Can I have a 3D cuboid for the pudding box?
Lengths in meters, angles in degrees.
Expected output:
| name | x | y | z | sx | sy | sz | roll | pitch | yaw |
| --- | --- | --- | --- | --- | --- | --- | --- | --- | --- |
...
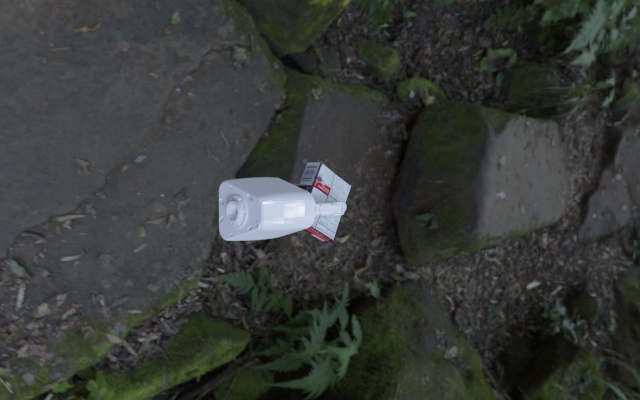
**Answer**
| name | x | y | z | sx | sy | sz | roll | pitch | yaw |
| --- | --- | --- | --- | --- | --- | --- | --- | --- | --- |
| pudding box | 0.000 | 0.003 | 0.816 | 0.039 | 0.113 | 0.090 | 3 | -24 | 44 |
